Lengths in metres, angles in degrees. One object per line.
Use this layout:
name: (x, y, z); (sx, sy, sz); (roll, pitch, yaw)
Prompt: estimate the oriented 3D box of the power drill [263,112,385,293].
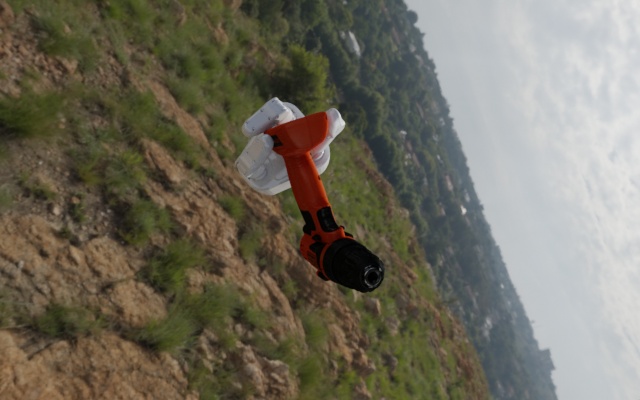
power drill: (0.000, 0.001, 0.525); (0.057, 0.188, 0.184); (-19, 10, -18)
